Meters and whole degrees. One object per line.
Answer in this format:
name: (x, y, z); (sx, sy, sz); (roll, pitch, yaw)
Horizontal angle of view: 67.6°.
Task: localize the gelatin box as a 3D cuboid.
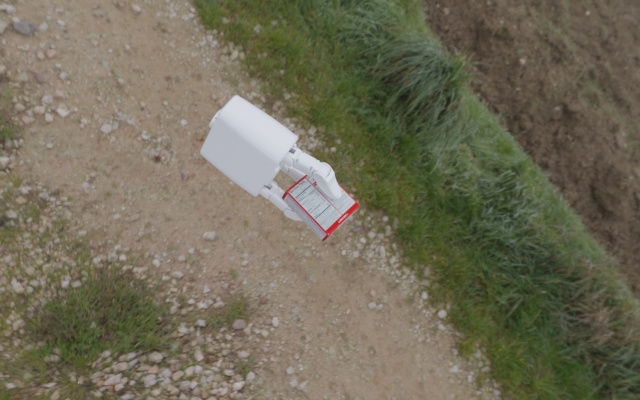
gelatin box: (0.000, 0.002, 0.693); (0.073, 0.089, 0.030); (-42, -6, -30)
